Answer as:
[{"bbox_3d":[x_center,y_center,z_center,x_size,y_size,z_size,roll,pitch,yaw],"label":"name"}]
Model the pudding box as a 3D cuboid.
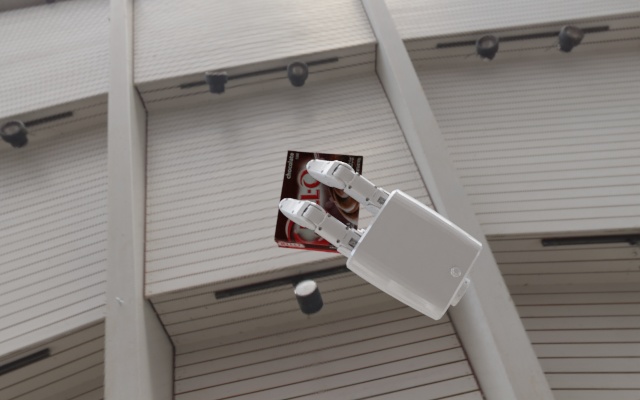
[{"bbox_3d":[0.000,0.002,0.547,0.090,0.113,0.039,5,-22,5],"label":"pudding box"}]
